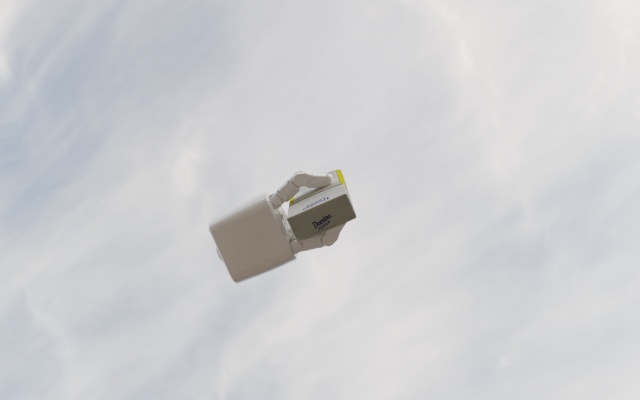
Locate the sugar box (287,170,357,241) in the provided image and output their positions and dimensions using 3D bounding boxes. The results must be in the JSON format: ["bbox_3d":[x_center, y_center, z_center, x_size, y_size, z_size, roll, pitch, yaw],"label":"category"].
[{"bbox_3d":[0.000,0.003,0.741,0.093,0.048,0.176,-23,17,6],"label":"sugar box"}]
